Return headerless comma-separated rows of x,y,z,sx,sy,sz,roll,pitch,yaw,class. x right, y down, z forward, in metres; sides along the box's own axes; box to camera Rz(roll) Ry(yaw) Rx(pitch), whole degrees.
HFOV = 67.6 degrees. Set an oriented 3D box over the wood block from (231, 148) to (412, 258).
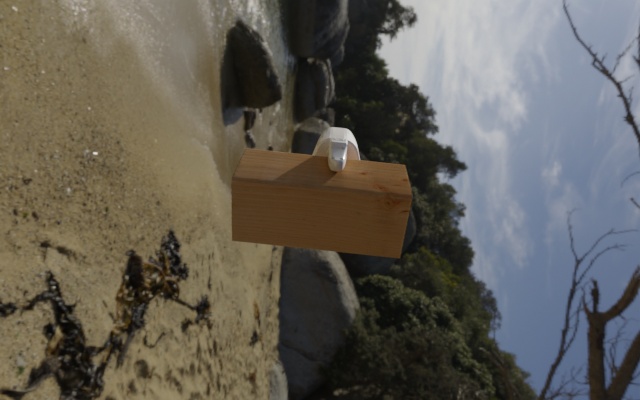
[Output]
0.000,0.001,0.595,0.206,0.091,0.090,6,30,1,wood block
